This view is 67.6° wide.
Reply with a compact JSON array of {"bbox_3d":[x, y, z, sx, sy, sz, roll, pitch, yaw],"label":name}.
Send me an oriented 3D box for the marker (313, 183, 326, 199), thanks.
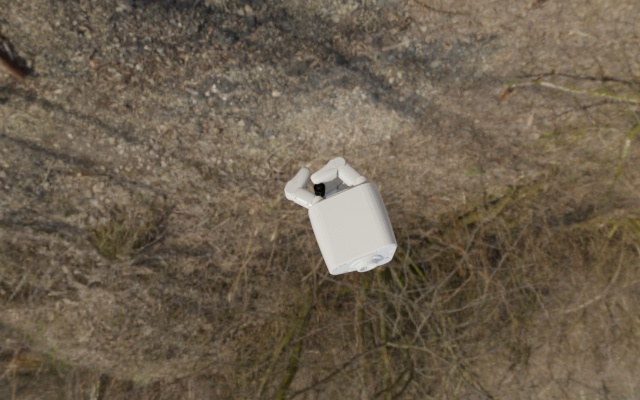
[{"bbox_3d":[0.000,0.003,0.787,0.020,0.020,0.121,0,-25,2],"label":"marker"}]
